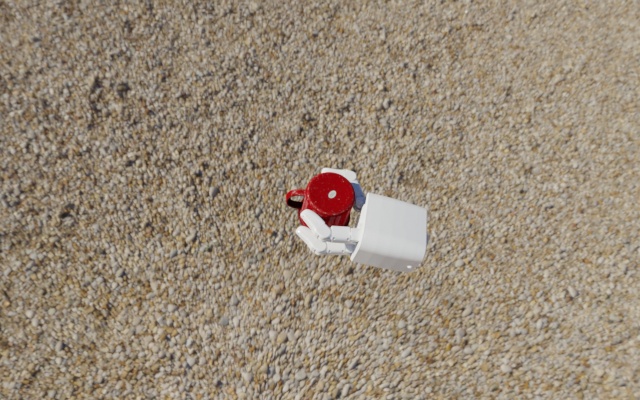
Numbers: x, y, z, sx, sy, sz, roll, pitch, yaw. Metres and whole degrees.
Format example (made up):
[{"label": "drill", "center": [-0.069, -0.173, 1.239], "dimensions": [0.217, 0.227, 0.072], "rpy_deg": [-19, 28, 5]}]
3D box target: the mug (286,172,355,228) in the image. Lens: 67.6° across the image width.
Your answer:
[{"label": "mug", "center": [-0.001, 0.002, 0.798], "dimensions": [0.117, 0.093, 0.081], "rpy_deg": [12, -27, -3]}]
